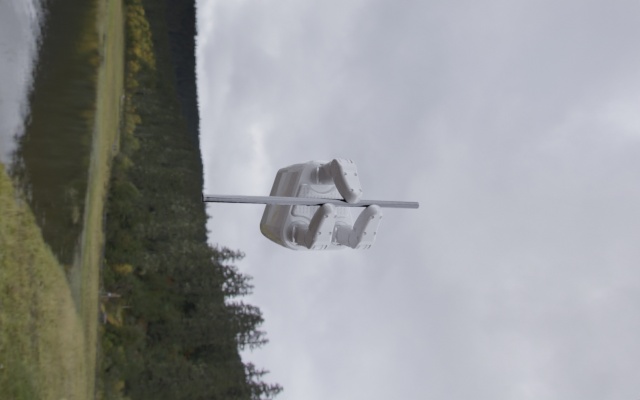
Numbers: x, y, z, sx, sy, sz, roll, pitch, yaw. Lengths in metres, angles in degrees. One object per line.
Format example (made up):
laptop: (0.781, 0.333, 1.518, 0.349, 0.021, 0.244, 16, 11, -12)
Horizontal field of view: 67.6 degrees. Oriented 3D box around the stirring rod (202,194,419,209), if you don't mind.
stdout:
stirring rod: (0.000, 0.002, 0.495, 0.239, 0.011, 0.011, 2, -1, -24)
